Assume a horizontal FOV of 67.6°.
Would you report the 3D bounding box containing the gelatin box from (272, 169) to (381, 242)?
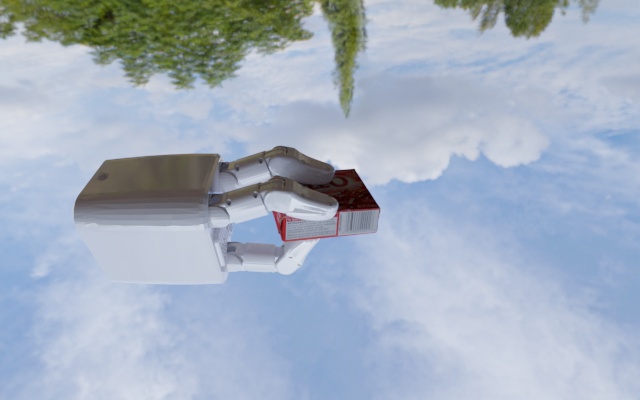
[{"bbox_3d":[0.000,0.002,0.433,0.089,0.030,0.073,-4,33,-14],"label":"gelatin box"}]
